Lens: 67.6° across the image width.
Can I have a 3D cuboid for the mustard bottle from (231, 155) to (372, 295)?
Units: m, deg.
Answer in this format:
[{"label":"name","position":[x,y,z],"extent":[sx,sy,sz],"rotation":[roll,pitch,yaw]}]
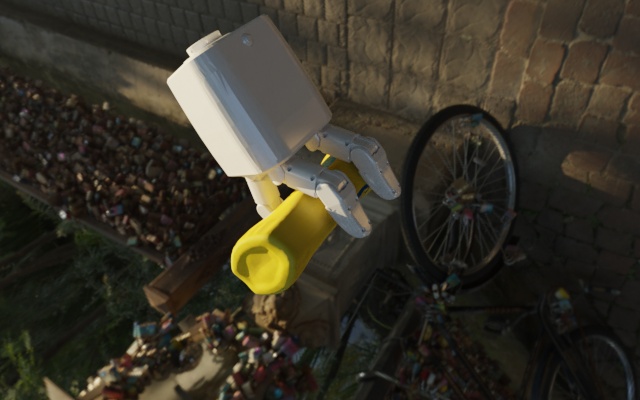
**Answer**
[{"label":"mustard bottle","position":[0.000,0.002,0.452],"extent":[0.191,0.058,0.096],"rotation":[-47,0,-38]}]
